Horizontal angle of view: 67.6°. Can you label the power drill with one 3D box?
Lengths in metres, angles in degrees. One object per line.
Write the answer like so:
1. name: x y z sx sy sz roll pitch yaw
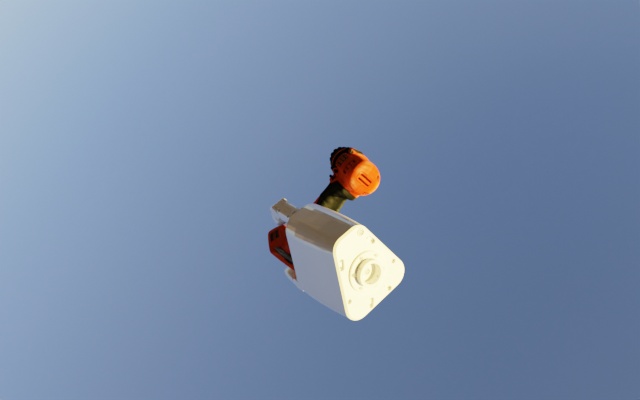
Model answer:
1. power drill: 0.000 0.003 0.698 0.057 0.187 0.184 37 6 -13
